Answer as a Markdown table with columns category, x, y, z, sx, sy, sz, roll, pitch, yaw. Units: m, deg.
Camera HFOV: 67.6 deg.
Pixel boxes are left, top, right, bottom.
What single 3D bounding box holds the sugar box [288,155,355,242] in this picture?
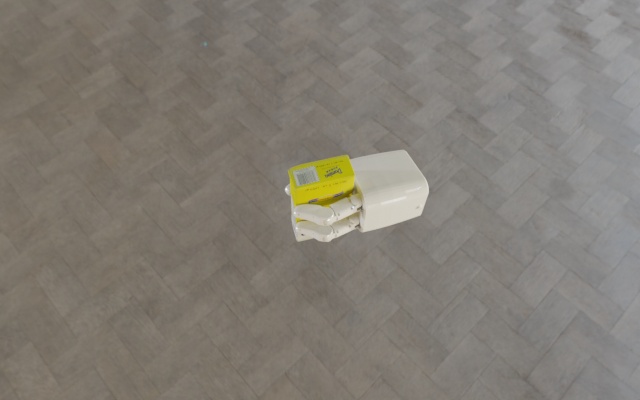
| category | x | y | z | sx | sy | sz | roll | pitch | yaw |
| --- | --- | --- | --- | --- | --- | --- | --- | --- | --- |
| sugar box | 0.000 | 0.003 | 0.761 | 0.093 | 0.048 | 0.176 | -13 | -31 | -8 |
